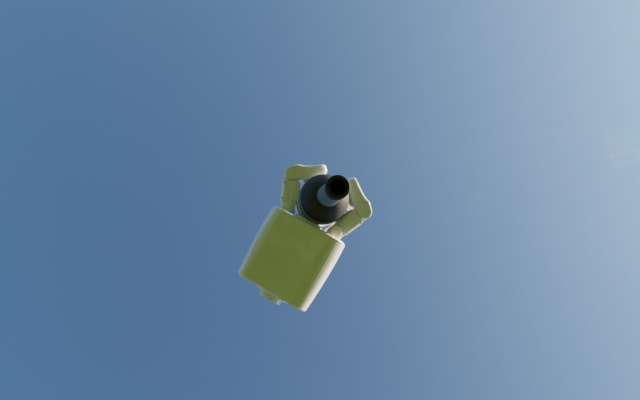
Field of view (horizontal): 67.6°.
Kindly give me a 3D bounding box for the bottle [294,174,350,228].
[{"bbox_3d":[0.000,0.002,0.670,0.069,0.069,0.296,0,-7,-8],"label":"bottle"}]
